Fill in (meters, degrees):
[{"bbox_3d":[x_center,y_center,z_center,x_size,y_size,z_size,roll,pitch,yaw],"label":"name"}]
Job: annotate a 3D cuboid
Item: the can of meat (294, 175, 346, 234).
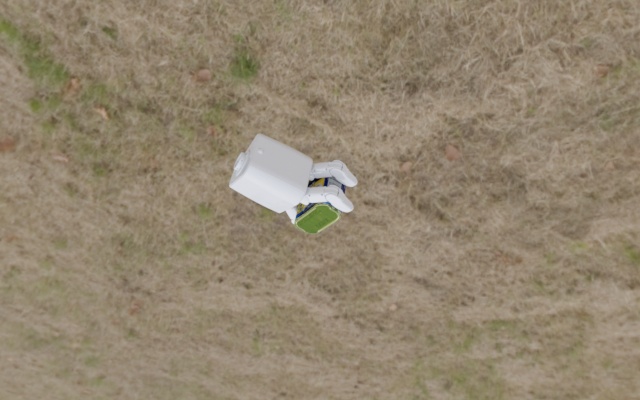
[{"bbox_3d":[0.000,0.003,0.859,0.057,0.084,0.102,30,-41,-22],"label":"can of meat"}]
